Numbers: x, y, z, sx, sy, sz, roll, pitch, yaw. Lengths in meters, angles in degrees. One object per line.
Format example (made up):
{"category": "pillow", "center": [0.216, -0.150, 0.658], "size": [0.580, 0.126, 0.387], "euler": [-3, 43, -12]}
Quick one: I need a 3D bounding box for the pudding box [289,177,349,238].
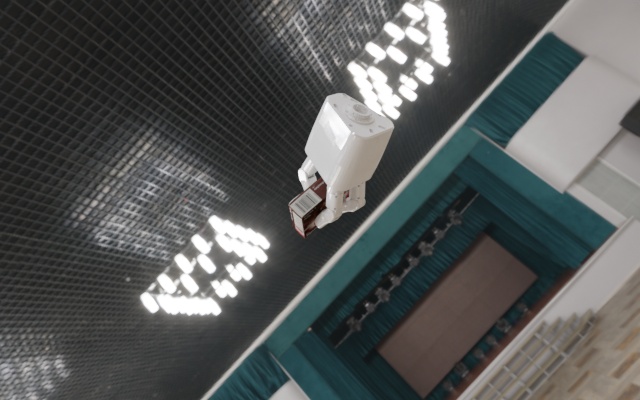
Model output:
{"category": "pudding box", "center": [0.000, 0.003, 0.821], "size": [0.113, 0.039, 0.090], "euler": [-39, -22, -16]}
